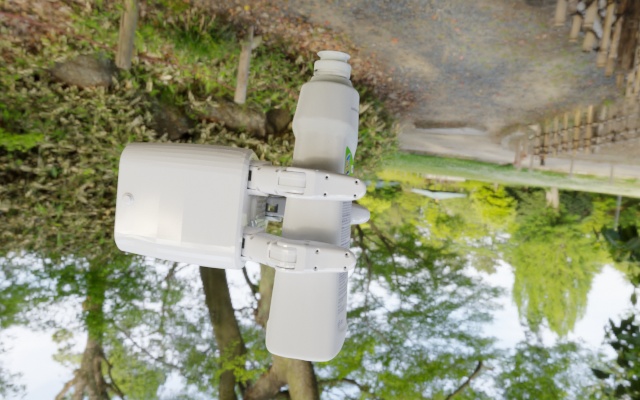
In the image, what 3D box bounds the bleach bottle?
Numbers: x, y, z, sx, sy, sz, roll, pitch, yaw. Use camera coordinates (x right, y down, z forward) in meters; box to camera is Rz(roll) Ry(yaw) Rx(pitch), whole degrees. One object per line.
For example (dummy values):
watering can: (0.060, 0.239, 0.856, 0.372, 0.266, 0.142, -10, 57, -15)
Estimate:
bleach bottle: (0.000, 0.001, 0.418, 0.068, 0.251, 0.102, 6, 3, 7)
